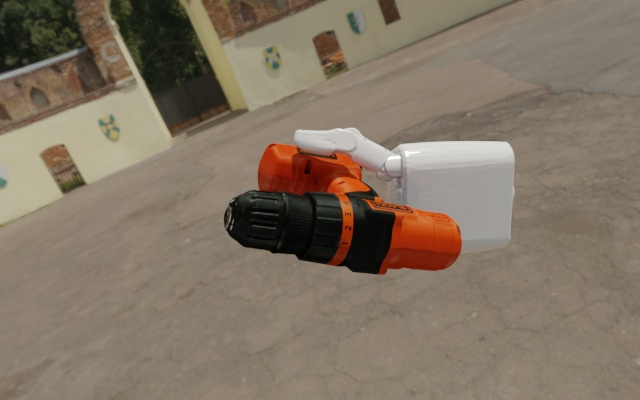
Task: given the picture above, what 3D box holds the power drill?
[{"bbox_3d":[0.000,0.001,0.410,0.184,0.057,0.187,10,17,-22],"label":"power drill"}]
